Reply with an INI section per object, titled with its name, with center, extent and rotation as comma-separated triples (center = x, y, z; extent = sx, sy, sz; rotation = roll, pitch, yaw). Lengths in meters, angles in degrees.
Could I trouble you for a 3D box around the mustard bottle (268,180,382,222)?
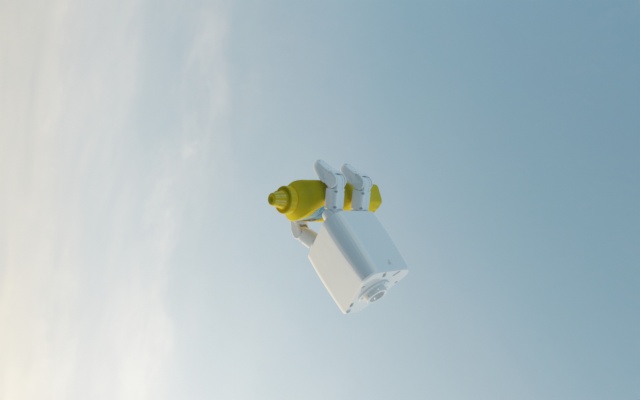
[mustard bottle]
center = 0.000, 0.002, 0.733
extent = 0.191, 0.058, 0.096
rotation = 2, -21, -44
